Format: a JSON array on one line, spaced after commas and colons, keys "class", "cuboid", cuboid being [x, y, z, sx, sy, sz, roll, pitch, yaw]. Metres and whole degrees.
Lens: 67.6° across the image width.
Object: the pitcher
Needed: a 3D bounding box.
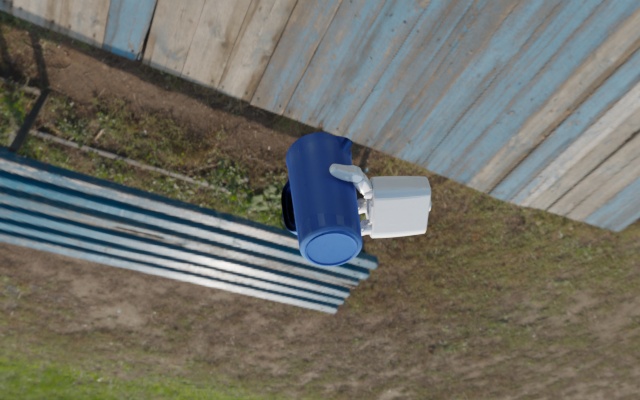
[{"class": "pitcher", "cuboid": [0.000, 0.003, 0.887, 0.145, 0.242, 0.149, -2, -44, -5]}]
